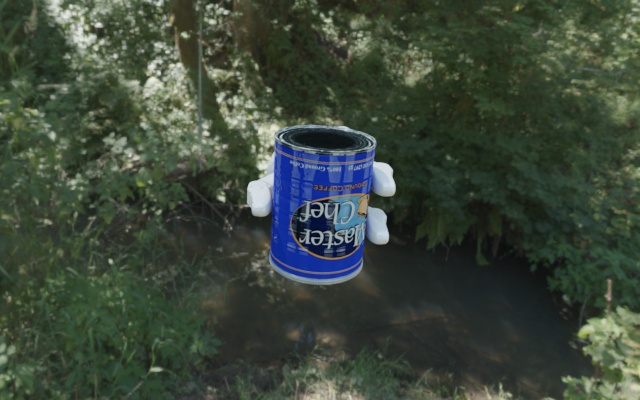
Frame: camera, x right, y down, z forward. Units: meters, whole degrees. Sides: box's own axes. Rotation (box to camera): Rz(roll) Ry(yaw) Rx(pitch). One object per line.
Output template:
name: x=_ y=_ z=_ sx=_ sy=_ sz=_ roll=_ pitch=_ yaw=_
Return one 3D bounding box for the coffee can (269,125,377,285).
coffee can: x=0.000 y=0.002 z=0.499 sx=0.103 sy=0.140 sz=0.102 roll=4 pitch=22 yaw=-2
